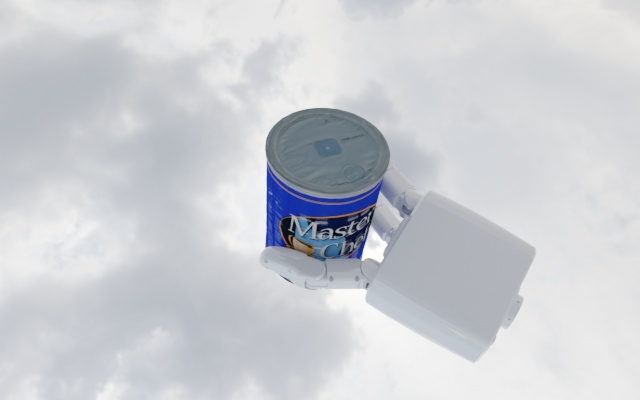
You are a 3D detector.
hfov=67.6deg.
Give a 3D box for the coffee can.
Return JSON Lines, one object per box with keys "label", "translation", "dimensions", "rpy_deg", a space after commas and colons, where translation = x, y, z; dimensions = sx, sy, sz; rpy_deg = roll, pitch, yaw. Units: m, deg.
{"label": "coffee can", "translation": [0.000, 0.001, 0.441], "dimensions": [0.103, 0.102, 0.140], "rpy_deg": [0, -41, -7]}
